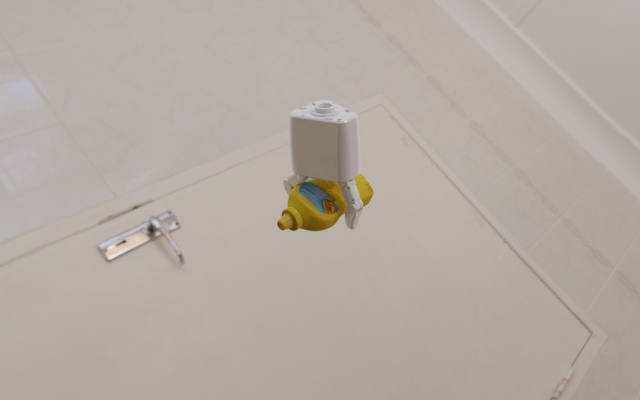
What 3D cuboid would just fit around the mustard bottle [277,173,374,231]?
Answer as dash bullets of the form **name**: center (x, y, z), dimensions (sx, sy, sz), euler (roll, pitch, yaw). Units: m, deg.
- **mustard bottle**: center (0.000, 0.003, 0.841), dimensions (0.191, 0.058, 0.096), euler (-30, 64, -37)
